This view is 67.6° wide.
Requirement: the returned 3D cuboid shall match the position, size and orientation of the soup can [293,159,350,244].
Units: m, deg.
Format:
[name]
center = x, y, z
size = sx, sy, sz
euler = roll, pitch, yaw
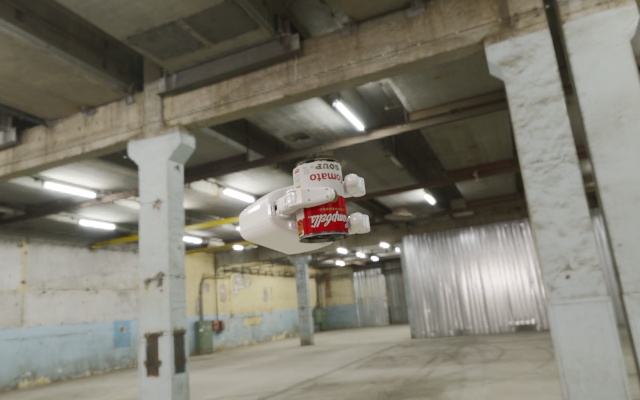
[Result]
[soup can]
center = 0.000, 0.002, 0.646
size = 0.068, 0.102, 0.068
euler = -5, -14, -1
